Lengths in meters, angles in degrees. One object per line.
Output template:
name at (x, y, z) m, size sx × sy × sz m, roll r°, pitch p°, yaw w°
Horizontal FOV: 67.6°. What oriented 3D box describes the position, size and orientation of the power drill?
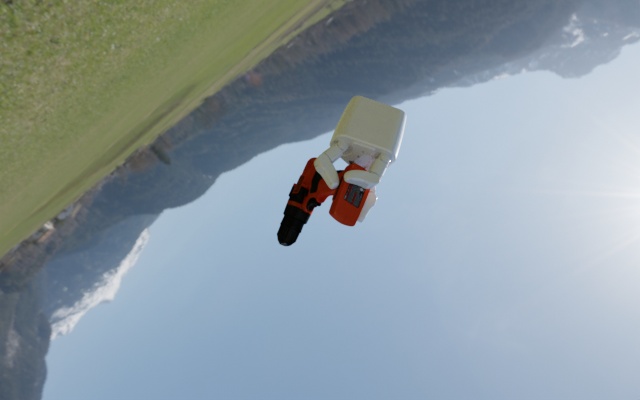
power drill at (0.001, 0.003, 0.862) m, size 0.057 × 0.184 × 0.187 m, roll 29°, pitch -15°, yaw -31°
